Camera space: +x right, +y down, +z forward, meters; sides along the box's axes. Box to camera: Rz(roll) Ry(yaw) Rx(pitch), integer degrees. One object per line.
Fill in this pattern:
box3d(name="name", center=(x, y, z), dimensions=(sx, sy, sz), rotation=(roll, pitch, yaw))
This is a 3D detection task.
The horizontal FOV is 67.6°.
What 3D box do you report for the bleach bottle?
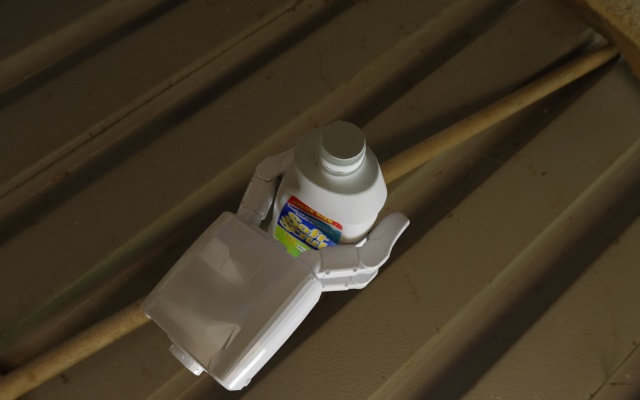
box3d(name="bleach bottle", center=(0.000, 0.001, 0.423), dimensions=(0.102, 0.068, 0.251), rotation=(39, -19, 11))
